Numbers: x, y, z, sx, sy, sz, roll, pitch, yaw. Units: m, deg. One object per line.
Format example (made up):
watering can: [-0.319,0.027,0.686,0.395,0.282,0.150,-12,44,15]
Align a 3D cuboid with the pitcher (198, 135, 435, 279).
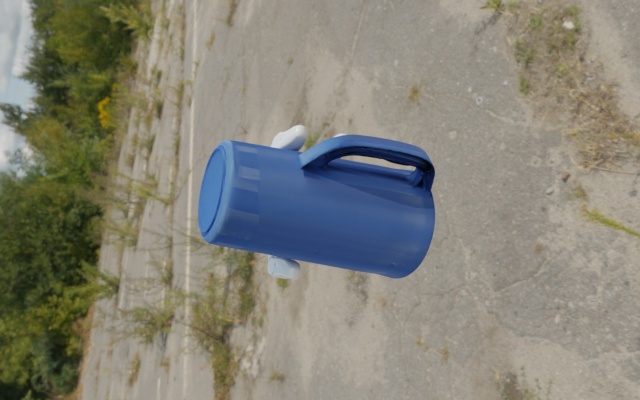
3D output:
pitcher: [0.000,0.002,0.528,0.243,0.149,0.145,11,-4,-26]
